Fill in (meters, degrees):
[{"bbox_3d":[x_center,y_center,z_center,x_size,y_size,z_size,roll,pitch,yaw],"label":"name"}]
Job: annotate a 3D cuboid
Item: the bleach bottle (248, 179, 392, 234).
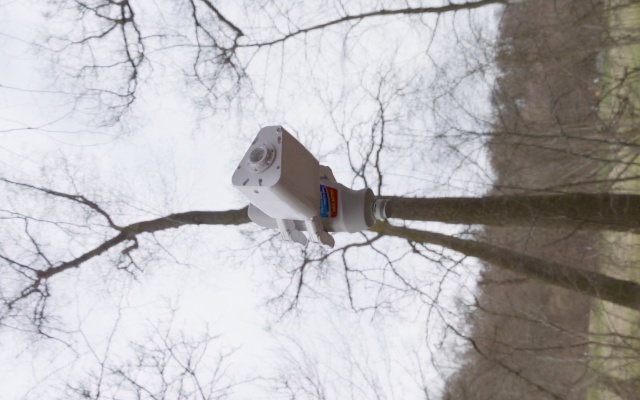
[{"bbox_3d":[0.000,0.003,0.800,0.251,0.102,0.068,2,-25,32],"label":"bleach bottle"}]
